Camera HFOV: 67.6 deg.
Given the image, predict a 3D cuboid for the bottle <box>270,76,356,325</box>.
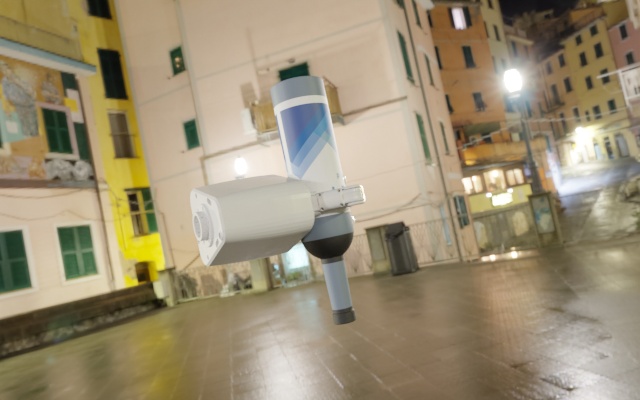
[{"bbox_3d":[0.000,0.002,0.581,0.069,0.295,0.069,-12,-3,-1],"label":"bottle"}]
